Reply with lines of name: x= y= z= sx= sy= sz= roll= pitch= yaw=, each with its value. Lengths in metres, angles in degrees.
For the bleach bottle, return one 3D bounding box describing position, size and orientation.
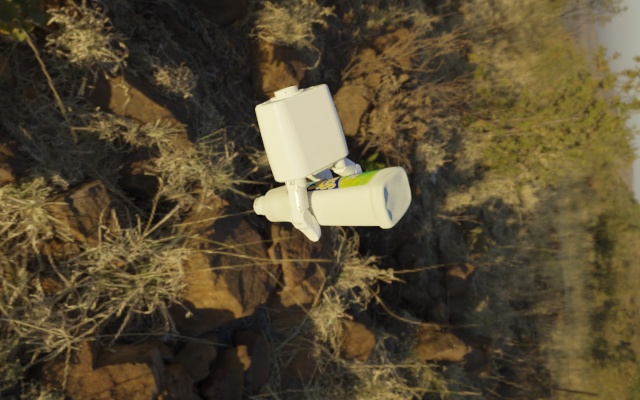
bleach bottle: x=0.000 y=0.002 z=0.708 sx=0.251 sy=0.068 sz=0.102 roll=-6 pitch=19 yaw=33
